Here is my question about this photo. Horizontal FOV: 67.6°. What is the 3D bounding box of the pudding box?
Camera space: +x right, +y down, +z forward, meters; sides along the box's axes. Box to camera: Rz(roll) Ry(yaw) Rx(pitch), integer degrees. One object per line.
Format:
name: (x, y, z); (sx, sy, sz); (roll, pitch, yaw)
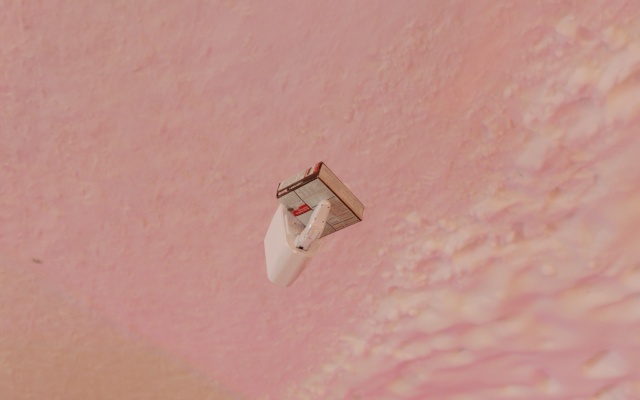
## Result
pudding box: (0.000, 0.003, 0.744); (0.090, 0.039, 0.113); (-26, -54, 31)
